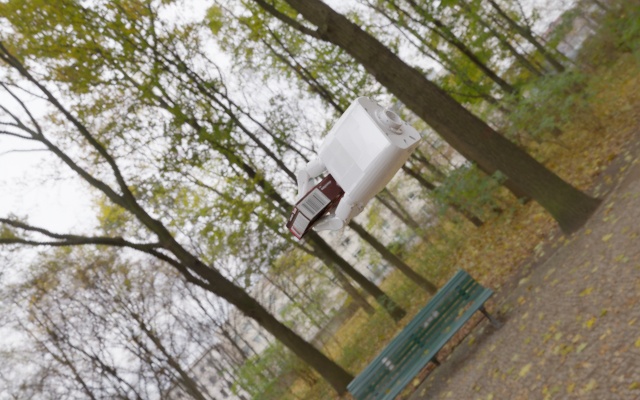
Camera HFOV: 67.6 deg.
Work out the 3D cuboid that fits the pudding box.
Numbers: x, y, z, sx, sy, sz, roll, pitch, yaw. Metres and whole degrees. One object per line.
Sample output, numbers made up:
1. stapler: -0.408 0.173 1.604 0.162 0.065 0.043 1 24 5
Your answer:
1. pudding box: 0.000 0.002 0.765 0.113 0.039 0.090 -41 -10 -26
